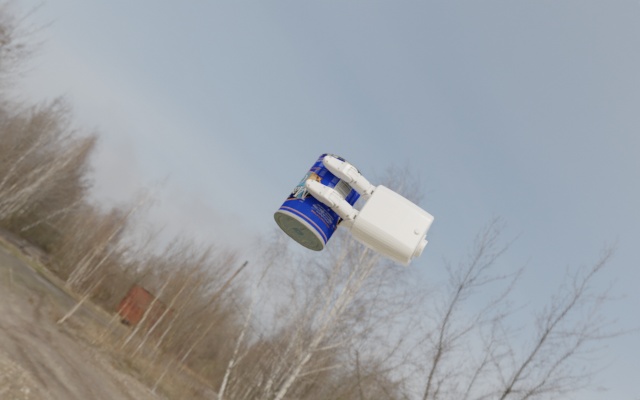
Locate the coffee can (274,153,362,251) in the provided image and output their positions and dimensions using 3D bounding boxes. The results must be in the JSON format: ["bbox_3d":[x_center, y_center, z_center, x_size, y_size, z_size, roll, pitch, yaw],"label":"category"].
[{"bbox_3d":[0.000,0.003,0.835,0.103,0.140,0.103,31,-23,15],"label":"coffee can"}]
